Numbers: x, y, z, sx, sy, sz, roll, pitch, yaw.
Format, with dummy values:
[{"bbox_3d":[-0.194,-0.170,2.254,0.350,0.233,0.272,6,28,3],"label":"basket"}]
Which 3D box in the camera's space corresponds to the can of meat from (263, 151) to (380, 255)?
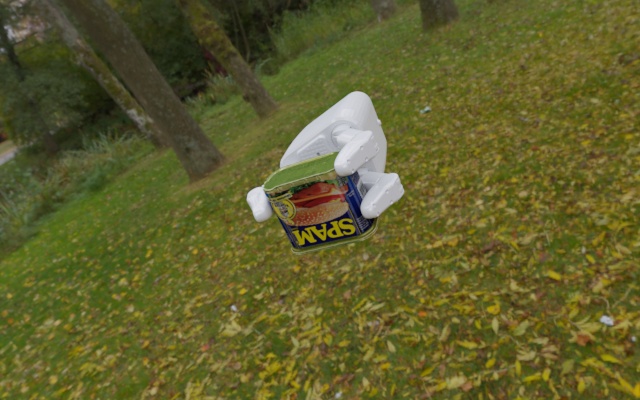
[{"bbox_3d":[0.000,0.001,0.505,0.102,0.084,0.057,-15,26,24],"label":"can of meat"}]
